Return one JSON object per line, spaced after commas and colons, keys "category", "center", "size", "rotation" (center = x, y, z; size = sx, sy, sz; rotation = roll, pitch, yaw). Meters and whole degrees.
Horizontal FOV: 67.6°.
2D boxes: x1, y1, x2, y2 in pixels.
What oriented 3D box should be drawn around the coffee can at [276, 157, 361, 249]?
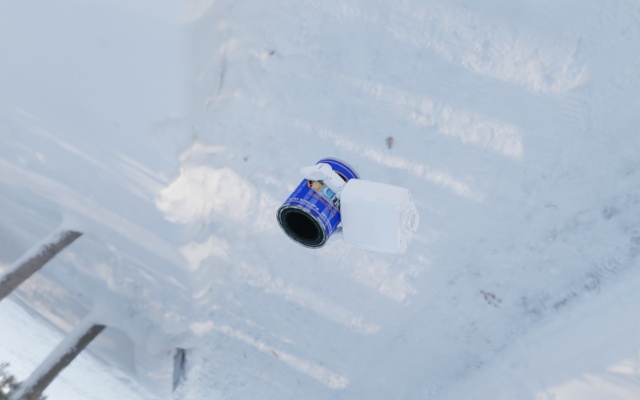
{"category": "coffee can", "center": [0.000, 0.003, 0.862], "size": [0.103, 0.103, 0.140], "rotation": [0, 39, 39]}
